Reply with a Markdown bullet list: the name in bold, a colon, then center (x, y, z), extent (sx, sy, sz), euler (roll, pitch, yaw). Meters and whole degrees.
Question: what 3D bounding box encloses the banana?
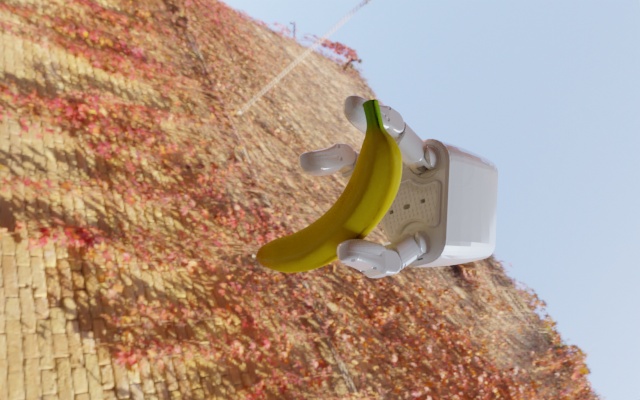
- **banana**: center (0.010, 0.013, 0.402), extent (0.037, 0.069, 0.198), euler (3, -44, -43)
